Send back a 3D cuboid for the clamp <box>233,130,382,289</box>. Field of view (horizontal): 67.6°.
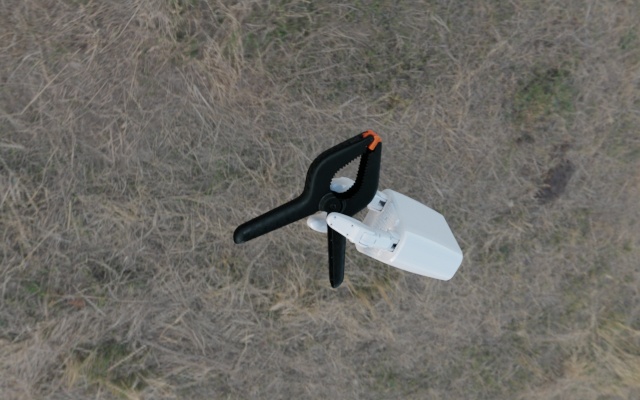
[{"bbox_3d":[0.001,0.002,0.590,0.164,0.210,0.036,21,16,-25],"label":"clamp"}]
